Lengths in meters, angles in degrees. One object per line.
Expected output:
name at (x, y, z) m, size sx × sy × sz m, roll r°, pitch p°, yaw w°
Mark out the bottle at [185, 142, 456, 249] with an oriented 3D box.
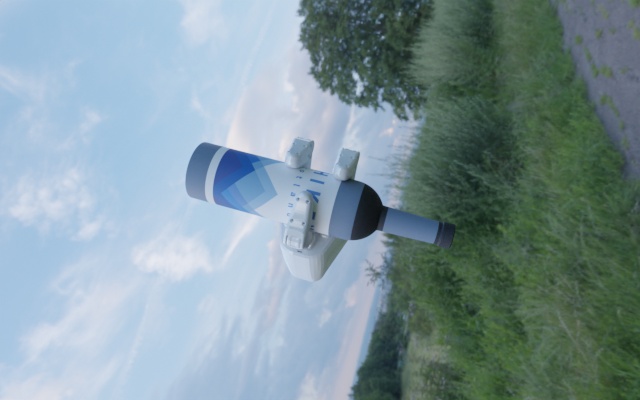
bottle at (0.000, 0.002, 0.531) m, size 0.295 × 0.069 × 0.069 m, roll 15°, pitch 2°, yaw 8°
